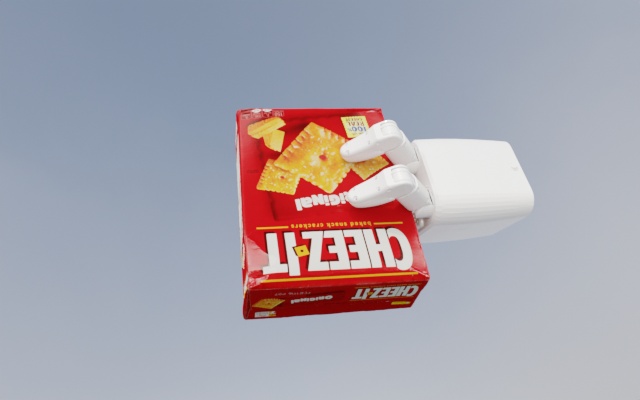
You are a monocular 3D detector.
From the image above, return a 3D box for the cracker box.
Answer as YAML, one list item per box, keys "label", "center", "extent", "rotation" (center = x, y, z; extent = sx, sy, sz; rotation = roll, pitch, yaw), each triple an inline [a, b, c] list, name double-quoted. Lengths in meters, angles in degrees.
- label: "cracker box"
  center: [0.000, 0.002, 0.482]
  extent: [0.164, 0.213, 0.072]
  rotation: [-2, -36, -11]
